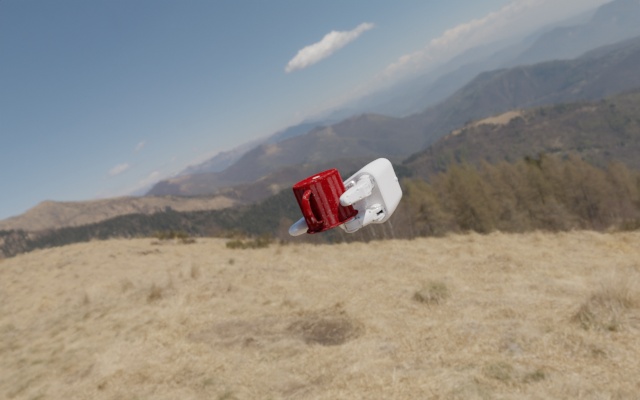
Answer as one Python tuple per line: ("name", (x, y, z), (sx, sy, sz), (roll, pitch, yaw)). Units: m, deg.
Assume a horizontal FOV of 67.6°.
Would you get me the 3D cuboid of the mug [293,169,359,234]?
("mug", (-0.001, 0.003, 0.773), (0.093, 0.081, 0.117), (-18, 9, 29))
